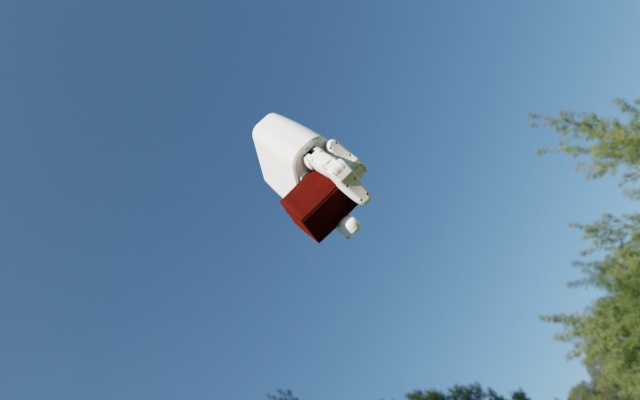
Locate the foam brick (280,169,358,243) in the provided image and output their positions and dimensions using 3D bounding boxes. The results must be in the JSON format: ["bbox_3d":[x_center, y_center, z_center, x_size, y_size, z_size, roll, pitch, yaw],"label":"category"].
[{"bbox_3d":[0.000,0.002,0.587,0.051,0.078,0.053,36,-15,40],"label":"foam brick"}]
